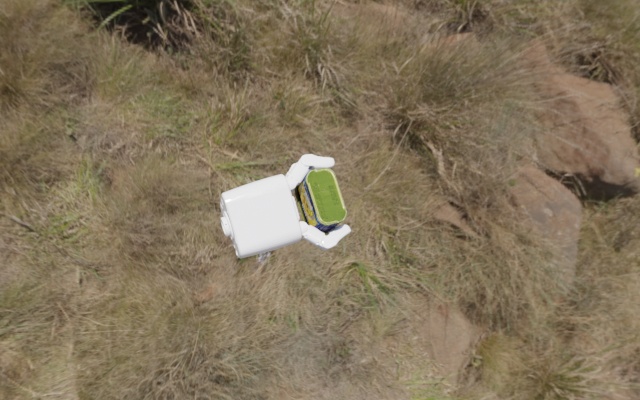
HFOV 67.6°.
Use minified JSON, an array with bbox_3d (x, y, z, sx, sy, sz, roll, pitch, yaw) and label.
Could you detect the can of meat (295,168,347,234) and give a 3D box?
[{"bbox_3d":[0.000,0.003,0.813,0.057,0.102,0.084,-15,-11,-17],"label":"can of meat"}]
